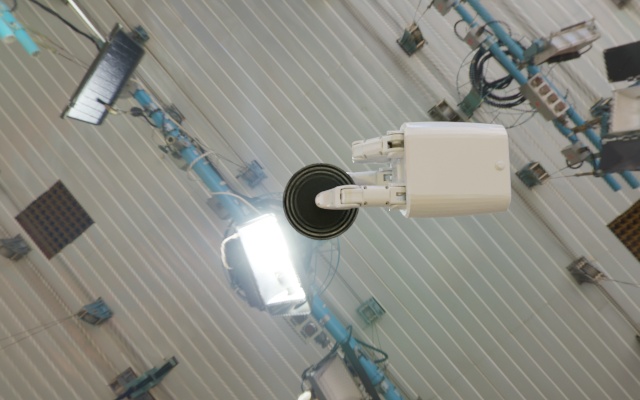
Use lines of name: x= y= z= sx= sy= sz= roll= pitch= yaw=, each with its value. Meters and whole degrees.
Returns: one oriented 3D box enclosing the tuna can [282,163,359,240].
tuna can: x=0.000 y=0.002 z=0.543 sx=0.086 sy=0.086 sz=0.034 roll=0 pitch=-3 yaw=-3
